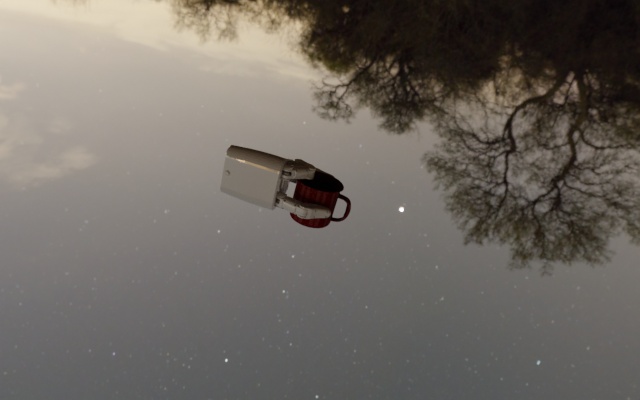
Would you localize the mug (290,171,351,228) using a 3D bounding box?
[{"bbox_3d":[0.001,0.004,0.899,0.117,0.081,0.093,19,24,7],"label":"mug"}]
